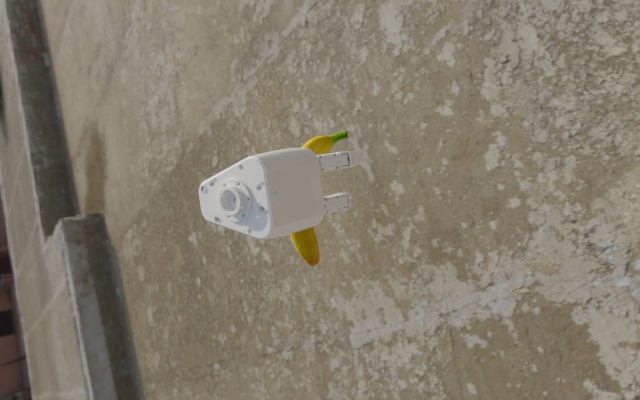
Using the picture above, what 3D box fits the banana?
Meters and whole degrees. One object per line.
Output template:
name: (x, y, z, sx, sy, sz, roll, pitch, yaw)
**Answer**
banana: (-0.017, -0.006, 0.665, 0.069, 0.198, 0.037, 15, 13, 8)
